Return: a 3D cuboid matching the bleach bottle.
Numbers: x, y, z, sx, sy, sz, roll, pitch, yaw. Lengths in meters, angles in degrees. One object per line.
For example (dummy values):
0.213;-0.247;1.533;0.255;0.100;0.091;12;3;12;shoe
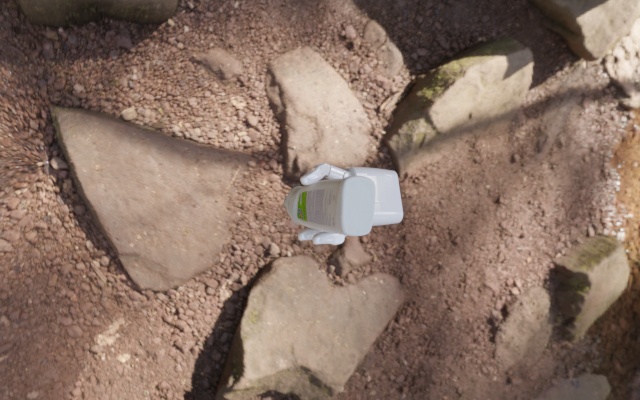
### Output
0.000;0.003;0.878;0.068;0.102;0.251;2;3;-30;bleach bottle
